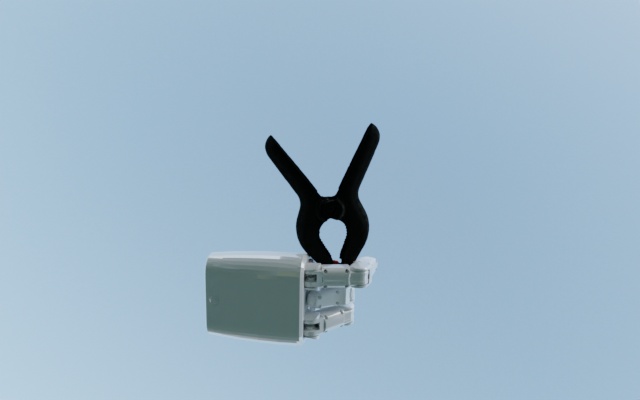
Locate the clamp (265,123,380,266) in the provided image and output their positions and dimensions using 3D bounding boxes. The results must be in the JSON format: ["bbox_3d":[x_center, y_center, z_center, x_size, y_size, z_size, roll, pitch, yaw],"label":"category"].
[{"bbox_3d":[0.000,0.002,0.514,0.120,0.171,0.039,3,7,5],"label":"clamp"}]
